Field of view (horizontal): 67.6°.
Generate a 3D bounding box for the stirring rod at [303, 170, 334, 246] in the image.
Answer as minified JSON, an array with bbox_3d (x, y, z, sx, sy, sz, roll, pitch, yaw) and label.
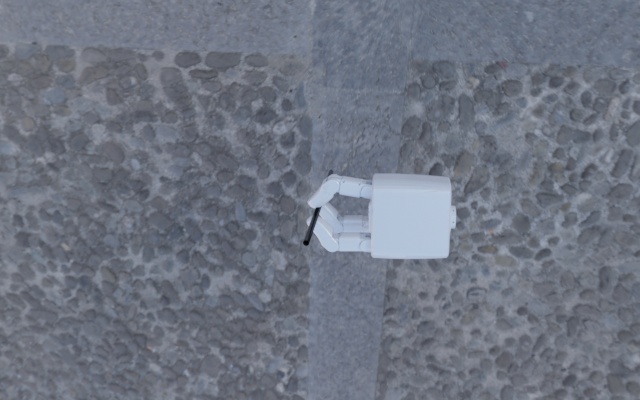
[{"bbox_3d":[0.000,0.002,0.707,0.011,0.011,0.239,0,25,10],"label":"stirring rod"}]
